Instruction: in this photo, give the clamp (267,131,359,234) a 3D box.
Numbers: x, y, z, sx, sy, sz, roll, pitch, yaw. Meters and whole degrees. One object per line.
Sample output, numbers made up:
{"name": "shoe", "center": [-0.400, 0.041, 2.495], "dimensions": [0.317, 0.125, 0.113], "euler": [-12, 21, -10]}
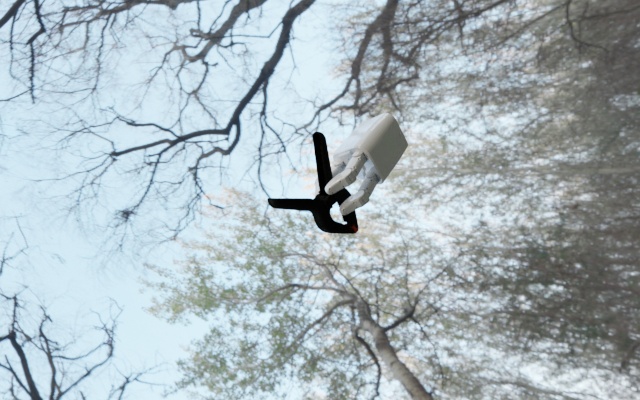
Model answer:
{"name": "clamp", "center": [0.000, 0.003, 0.879], "dimensions": [0.036, 0.164, 0.210], "euler": [11, -36, 49]}
